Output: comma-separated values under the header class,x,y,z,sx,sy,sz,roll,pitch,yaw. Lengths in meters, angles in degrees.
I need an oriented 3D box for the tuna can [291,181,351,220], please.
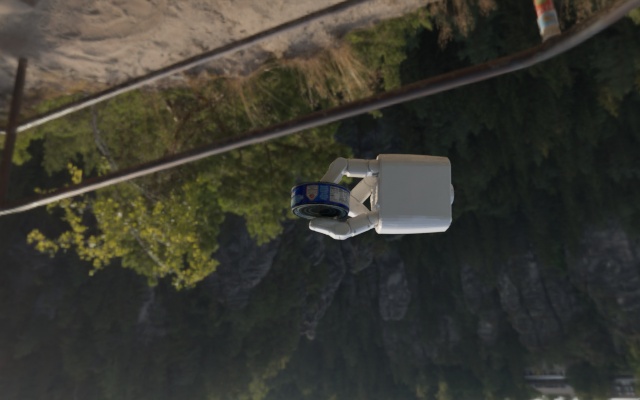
class,x,y,z,sx,sy,sz,roll,pitch,yaw
tuna can,0.000,0.003,0.688,0.086,0.033,0.086,2,-18,1
